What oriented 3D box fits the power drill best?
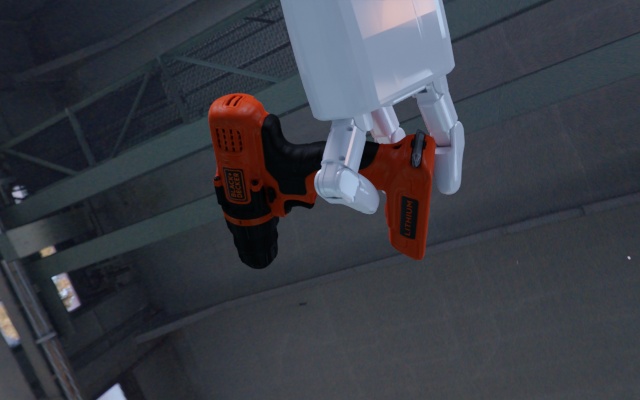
[{"bbox_3d":[0.001,0.001,0.417,0.187,0.185,0.057,6,41,11],"label":"power drill"}]
